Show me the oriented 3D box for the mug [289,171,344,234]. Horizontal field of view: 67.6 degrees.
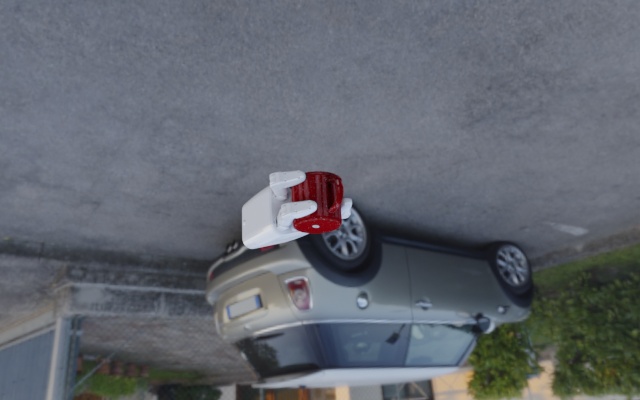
[{"bbox_3d":[0.001,0.002,0.792,0.093,0.081,0.117,12,-26,-35],"label":"mug"}]
